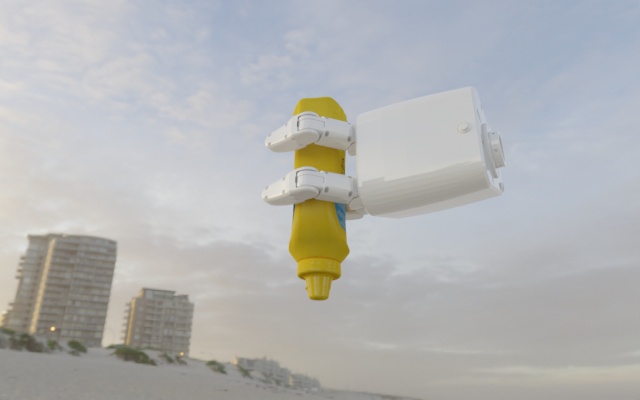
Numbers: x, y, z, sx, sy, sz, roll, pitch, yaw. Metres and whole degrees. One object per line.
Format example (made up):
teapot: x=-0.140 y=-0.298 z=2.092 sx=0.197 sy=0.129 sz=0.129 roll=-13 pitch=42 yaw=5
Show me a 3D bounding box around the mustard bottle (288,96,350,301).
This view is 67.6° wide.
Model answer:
mustard bottle: x=0.000 y=0.001 z=0.471 sx=0.058 sy=0.191 sz=0.096 roll=-2 pitch=-23 yaw=5
